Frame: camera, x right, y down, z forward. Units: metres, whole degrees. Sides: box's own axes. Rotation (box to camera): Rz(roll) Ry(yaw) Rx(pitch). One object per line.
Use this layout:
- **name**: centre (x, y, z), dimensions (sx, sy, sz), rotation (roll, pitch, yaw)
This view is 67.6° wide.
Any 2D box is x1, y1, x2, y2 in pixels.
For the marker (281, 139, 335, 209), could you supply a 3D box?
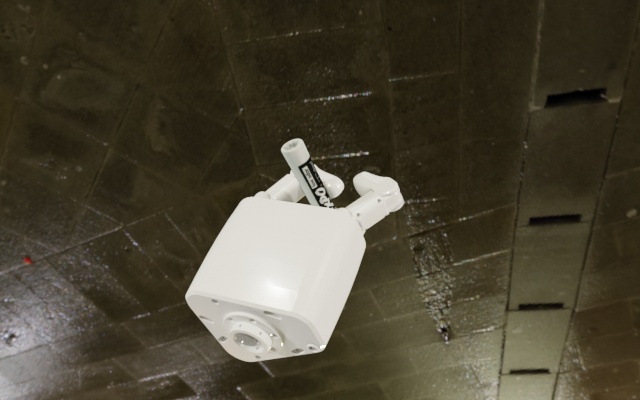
- **marker**: centre (0.000, 0.001, 0.412), dimensions (0.020, 0.121, 0.020), rotation (-19, 34, 13)
